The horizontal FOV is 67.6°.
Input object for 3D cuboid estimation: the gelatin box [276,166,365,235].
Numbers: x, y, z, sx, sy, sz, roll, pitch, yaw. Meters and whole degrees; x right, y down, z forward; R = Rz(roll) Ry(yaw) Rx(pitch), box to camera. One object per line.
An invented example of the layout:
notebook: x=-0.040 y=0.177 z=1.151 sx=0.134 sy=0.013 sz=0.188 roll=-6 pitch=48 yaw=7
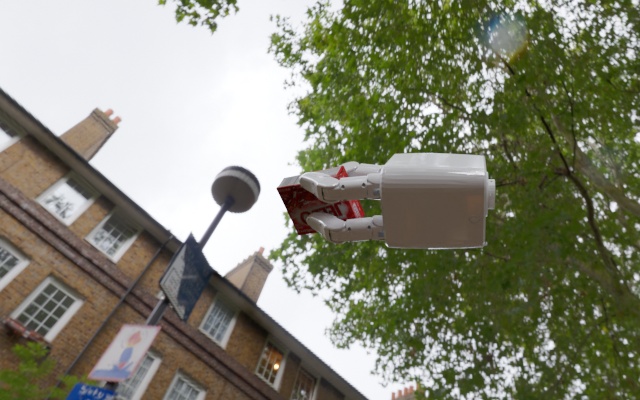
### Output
gelatin box: x=0.000 y=0.002 z=0.584 sx=0.089 sy=0.073 sz=0.030 roll=-9 pitch=29 yaw=28
